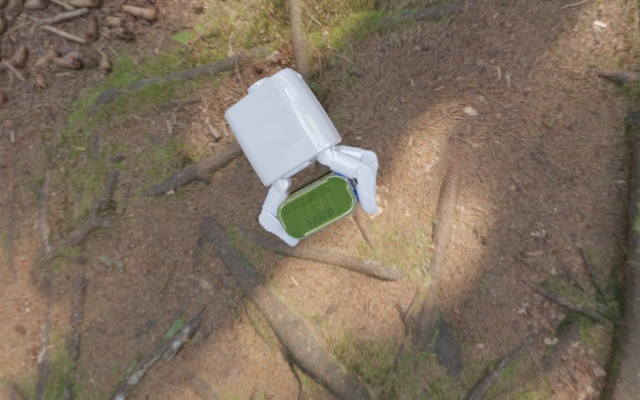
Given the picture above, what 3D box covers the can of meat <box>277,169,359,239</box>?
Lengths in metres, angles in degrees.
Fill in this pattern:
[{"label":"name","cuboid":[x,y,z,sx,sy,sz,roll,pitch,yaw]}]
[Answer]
[{"label":"can of meat","cuboid":[0.000,0.002,0.602,0.102,0.057,0.084,-29,4,11]}]
